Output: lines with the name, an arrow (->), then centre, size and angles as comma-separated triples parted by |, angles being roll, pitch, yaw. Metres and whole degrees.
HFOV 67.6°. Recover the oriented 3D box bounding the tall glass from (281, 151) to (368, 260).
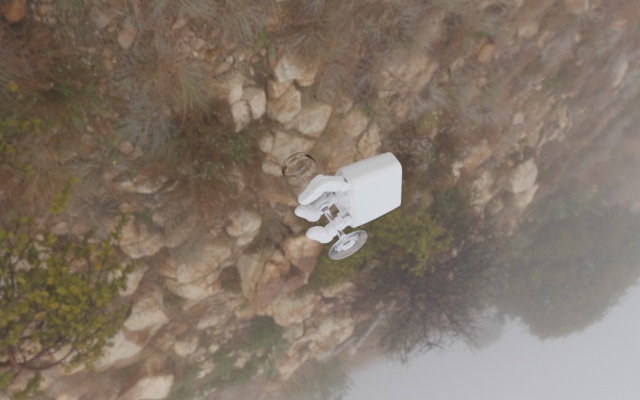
tall glass -> 0.000, 0.003, 0.842 | 0.079, 0.201, 0.079 | -24, -31, -15
